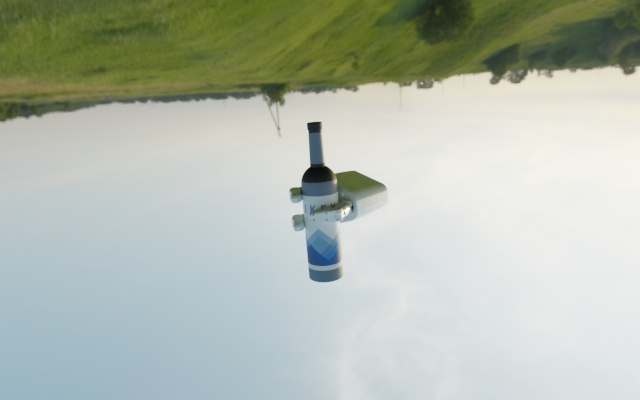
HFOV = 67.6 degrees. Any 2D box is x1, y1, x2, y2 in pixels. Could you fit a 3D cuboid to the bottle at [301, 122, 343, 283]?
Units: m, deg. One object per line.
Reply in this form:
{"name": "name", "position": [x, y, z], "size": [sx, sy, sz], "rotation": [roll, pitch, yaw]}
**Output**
{"name": "bottle", "position": [0.000, 0.003, 0.887], "size": [0.069, 0.296, 0.069], "rotation": [-4, 14, 1]}
